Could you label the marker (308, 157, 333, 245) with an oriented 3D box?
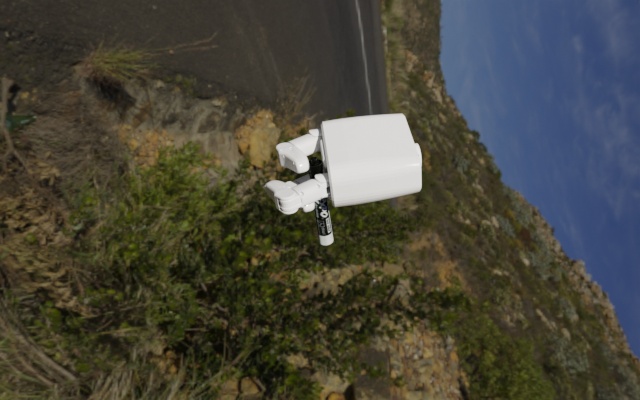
[{"bbox_3d":[0.000,0.002,0.584,0.020,0.121,0.020,-6,32,4],"label":"marker"}]
